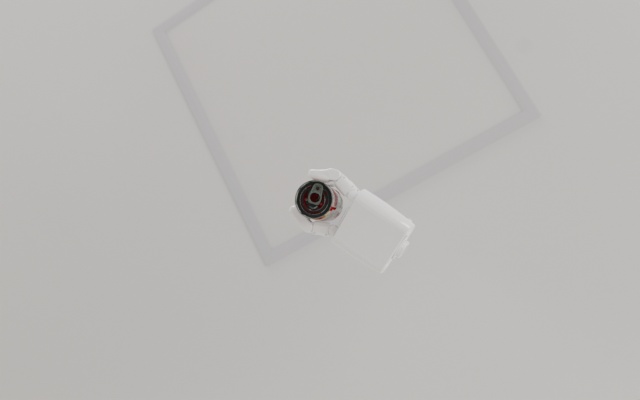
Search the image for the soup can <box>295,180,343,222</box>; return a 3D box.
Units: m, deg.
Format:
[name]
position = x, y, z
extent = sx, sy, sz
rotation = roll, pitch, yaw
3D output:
[soup can]
position = 0.000, 0.003, 0.872
extent = 0.068, 0.068, 0.102
rotation = 0, -5, 14
